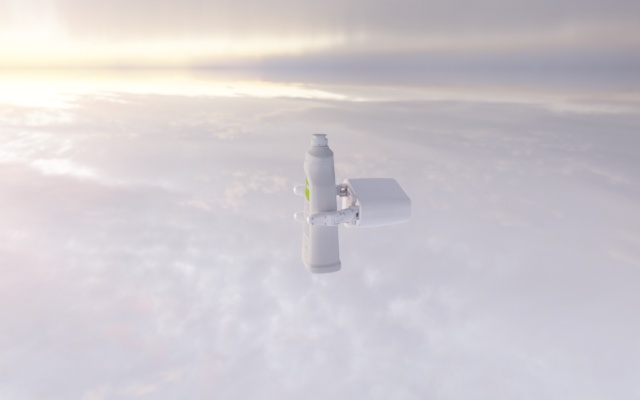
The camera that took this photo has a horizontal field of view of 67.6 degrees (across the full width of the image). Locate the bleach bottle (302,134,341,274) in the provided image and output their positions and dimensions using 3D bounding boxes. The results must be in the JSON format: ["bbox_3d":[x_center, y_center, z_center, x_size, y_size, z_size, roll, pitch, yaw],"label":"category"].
[{"bbox_3d":[0.000,0.003,0.896,0.068,0.251,0.102,-4,16,-14],"label":"bleach bottle"}]
